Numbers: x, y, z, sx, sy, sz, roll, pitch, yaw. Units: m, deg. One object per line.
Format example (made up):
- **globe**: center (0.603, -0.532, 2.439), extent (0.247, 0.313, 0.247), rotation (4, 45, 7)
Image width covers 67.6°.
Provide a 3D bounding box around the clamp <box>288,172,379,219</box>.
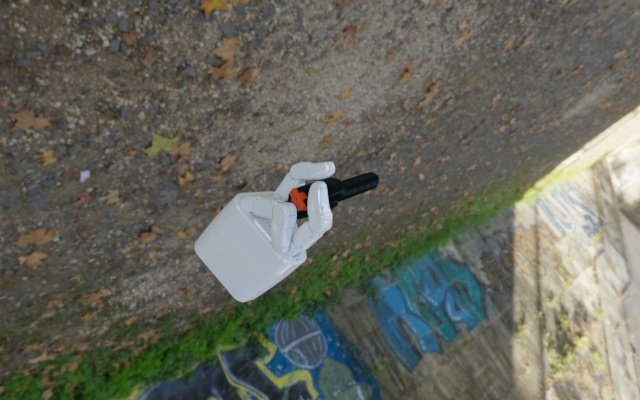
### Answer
- **clamp**: center (0.000, 0.003, 0.654), extent (0.120, 0.039, 0.171), rotation (-42, -19, 29)
